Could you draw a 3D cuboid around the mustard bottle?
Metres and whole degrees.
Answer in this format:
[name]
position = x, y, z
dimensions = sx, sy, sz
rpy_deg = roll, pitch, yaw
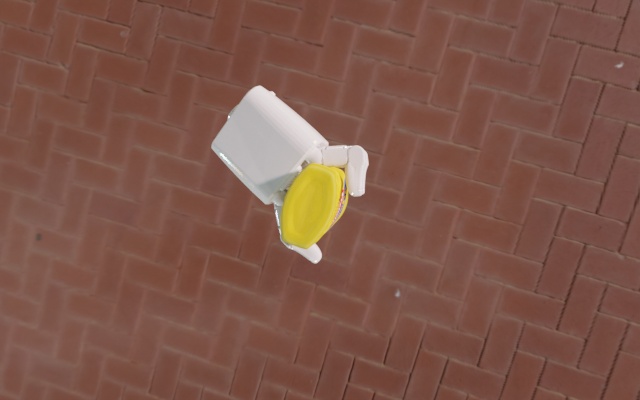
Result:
[mustard bottle]
position = 0.000, 0.002, 0.617
dimensions = 0.058, 0.096, 0.191
rpy_deg = 19, 6, 7
